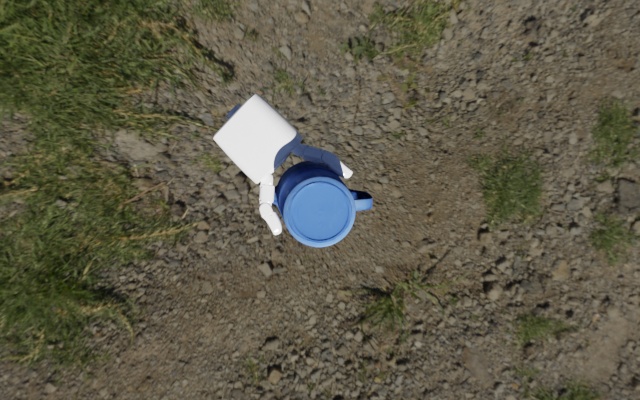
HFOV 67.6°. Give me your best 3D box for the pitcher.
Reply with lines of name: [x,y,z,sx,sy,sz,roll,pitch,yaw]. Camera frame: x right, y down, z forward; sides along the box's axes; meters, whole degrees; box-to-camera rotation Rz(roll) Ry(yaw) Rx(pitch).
pitcher: [0.000,0.003,0.810,0.149,0.145,0.243,-43,9,1]
